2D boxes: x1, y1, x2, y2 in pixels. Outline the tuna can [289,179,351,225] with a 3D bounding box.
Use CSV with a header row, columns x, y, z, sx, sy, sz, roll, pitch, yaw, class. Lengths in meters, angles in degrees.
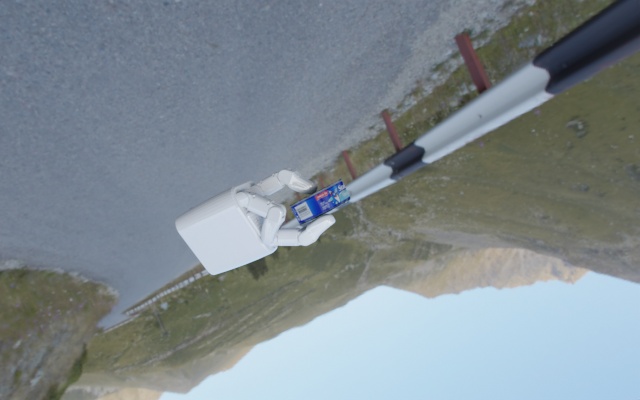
x,y,z,sx,sy,sz,roll,pitch,yaw,class
0.000,0.003,0.696,0.086,0.034,0.086,-27,1,1,tuna can
